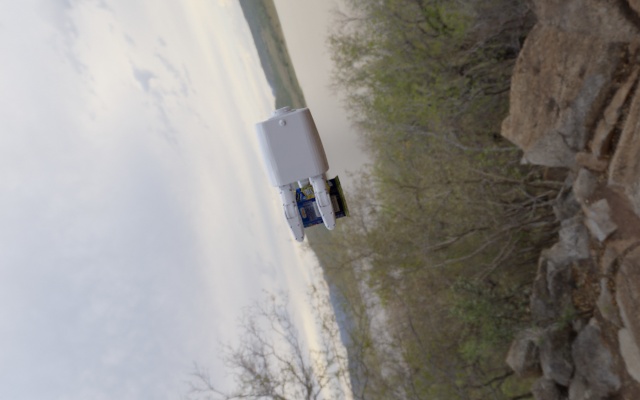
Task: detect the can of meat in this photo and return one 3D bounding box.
[{"bbox_3d":[0.000,0.003,0.814,0.084,0.057,0.102,-16,17,2],"label":"can of meat"}]
